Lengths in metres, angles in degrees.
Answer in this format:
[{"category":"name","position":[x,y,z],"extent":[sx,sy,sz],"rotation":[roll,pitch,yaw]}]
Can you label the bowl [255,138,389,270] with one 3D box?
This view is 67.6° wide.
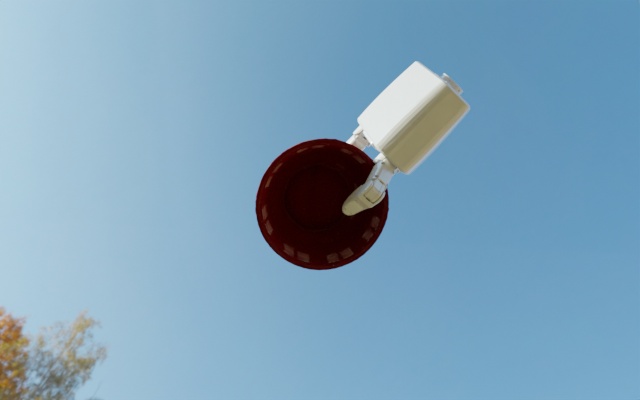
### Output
[{"category":"bowl","position":[-0.001,0.003,0.595],"extent":[0.162,0.162,0.055],"rotation":[0,12,-9]}]
